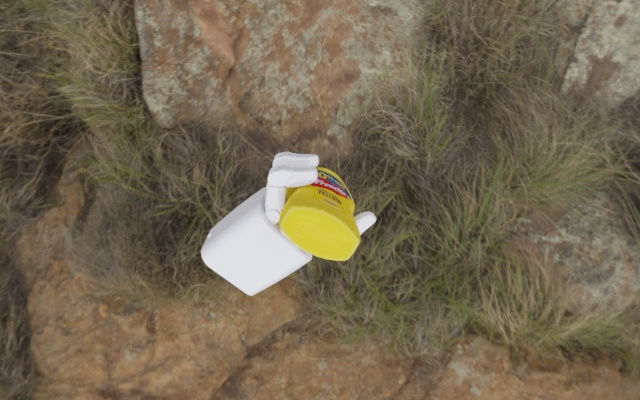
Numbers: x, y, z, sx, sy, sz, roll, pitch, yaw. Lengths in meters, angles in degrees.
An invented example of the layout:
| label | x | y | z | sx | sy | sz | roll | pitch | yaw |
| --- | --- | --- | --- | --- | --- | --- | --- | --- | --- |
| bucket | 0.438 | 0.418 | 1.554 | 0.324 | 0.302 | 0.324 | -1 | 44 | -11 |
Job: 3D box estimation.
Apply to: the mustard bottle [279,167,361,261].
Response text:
| label | x | y | z | sx | sy | sz | roll | pitch | yaw |
| --- | --- | --- | --- | --- | --- | --- | --- | --- | --- |
| mustard bottle | 0.000 | 0.002 | 0.629 | 0.096 | 0.058 | 0.191 | 26 | 21 | -10 |
